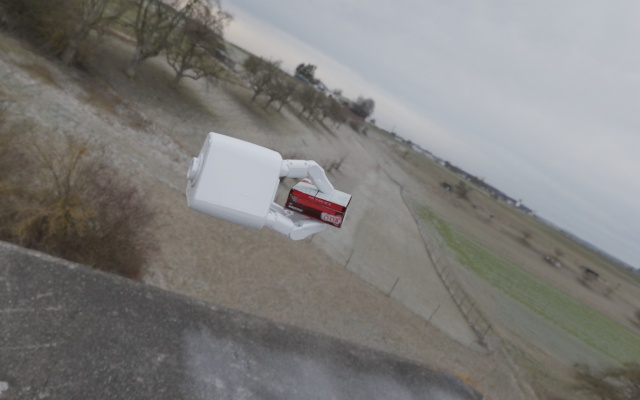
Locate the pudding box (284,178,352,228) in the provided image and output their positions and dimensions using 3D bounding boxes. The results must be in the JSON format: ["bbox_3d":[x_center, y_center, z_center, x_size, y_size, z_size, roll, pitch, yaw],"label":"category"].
[{"bbox_3d":[0.000,0.002,0.747,0.090,0.039,0.113,21,14,4],"label":"pudding box"}]
